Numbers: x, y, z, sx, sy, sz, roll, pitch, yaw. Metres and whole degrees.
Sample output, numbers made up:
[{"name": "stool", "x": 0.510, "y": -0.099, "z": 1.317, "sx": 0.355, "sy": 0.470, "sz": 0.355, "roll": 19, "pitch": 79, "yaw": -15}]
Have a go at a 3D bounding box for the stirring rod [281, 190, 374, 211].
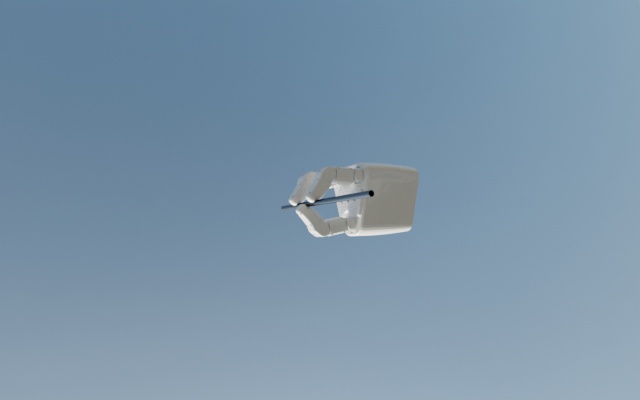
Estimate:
[{"name": "stirring rod", "x": 0.000, "y": 0.002, "z": 0.662, "sx": 0.011, "sy": 0.011, "sz": 0.239, "roll": 0, "pitch": -5, "yaw": -30}]
